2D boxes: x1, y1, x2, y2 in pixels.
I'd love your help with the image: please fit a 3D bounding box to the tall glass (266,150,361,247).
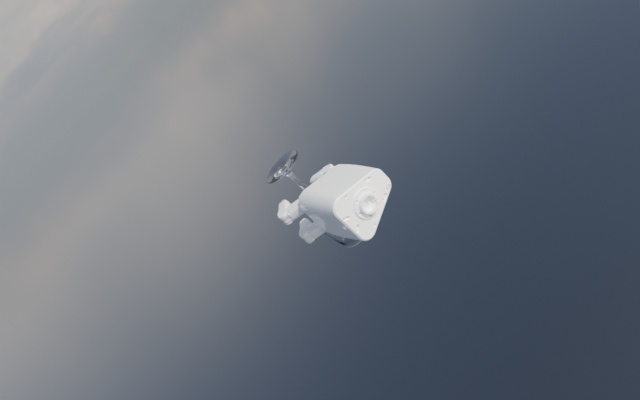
[{"bbox_3d":[0.000,0.002,0.851,0.201,0.079,0.079,42,-22,-27],"label":"tall glass"}]
